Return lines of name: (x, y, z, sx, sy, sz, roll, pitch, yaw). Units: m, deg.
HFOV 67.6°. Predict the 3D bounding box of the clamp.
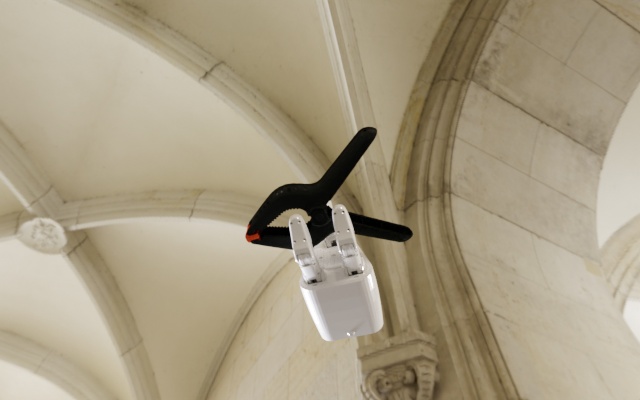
clamp: (0.000, 0.002, 0.600, 0.210, 0.165, 0.036, -13, 27, 7)
